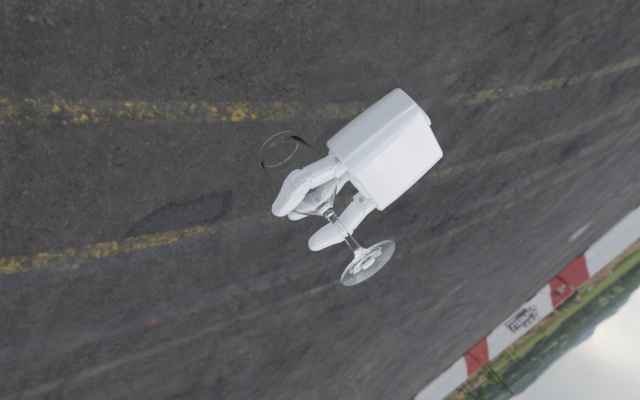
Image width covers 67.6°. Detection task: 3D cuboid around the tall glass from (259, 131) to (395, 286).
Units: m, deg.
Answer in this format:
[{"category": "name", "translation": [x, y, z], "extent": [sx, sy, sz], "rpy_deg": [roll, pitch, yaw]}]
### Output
[{"category": "tall glass", "translation": [0.000, 0.002, 0.577], "extent": [0.079, 0.079, 0.201], "rpy_deg": [0, 44, -49]}]
